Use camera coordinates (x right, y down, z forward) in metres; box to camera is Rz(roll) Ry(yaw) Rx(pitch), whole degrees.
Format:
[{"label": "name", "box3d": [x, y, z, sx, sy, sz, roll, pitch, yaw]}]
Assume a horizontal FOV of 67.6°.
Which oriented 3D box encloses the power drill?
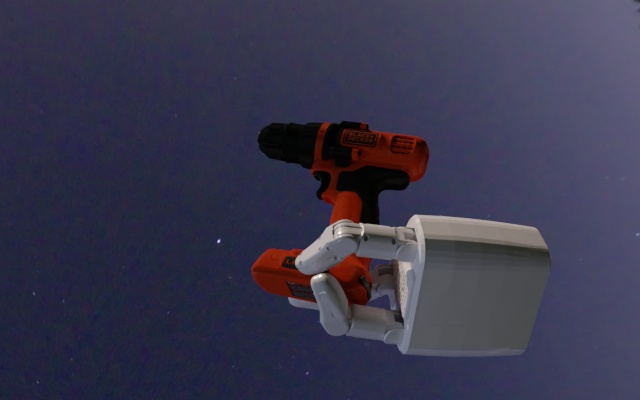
[{"label": "power drill", "box3d": [0.000, 0.002, 0.466, 0.184, 0.187, 0.057, 8, -29, 19]}]
